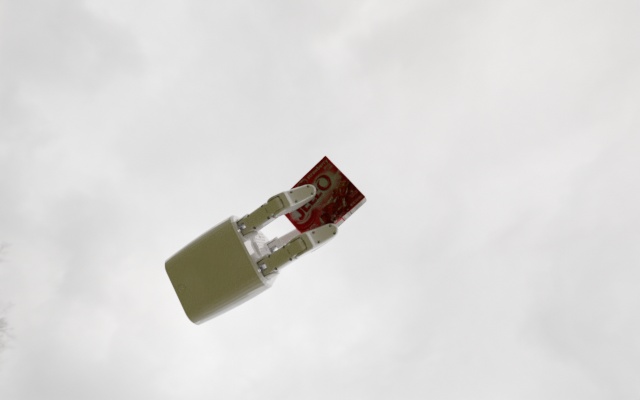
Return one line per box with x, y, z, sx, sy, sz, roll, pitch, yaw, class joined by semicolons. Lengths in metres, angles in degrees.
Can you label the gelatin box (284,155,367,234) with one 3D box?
0.000;0.002;0.588;0.089;0.073;0.030;-43;-15;0;gelatin box
